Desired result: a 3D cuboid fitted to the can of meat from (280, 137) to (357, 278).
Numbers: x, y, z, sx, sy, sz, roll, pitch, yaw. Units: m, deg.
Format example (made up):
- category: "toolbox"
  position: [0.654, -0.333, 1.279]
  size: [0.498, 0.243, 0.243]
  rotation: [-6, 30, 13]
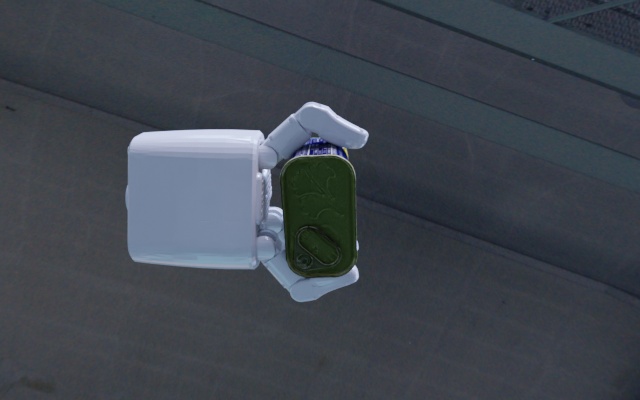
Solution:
- category: "can of meat"
  position: [0.000, 0.001, 0.408]
  size: [0.057, 0.102, 0.084]
  rotation: [-2, 19, 2]
